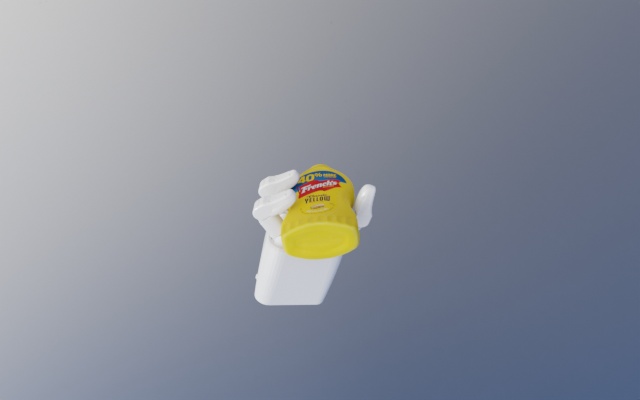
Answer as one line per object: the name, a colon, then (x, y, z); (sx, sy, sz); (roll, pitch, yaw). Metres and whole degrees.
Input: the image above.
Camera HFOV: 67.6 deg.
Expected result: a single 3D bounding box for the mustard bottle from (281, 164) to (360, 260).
mustard bottle: (0.000, 0.002, 0.658); (0.096, 0.058, 0.191); (-8, 30, 5)
